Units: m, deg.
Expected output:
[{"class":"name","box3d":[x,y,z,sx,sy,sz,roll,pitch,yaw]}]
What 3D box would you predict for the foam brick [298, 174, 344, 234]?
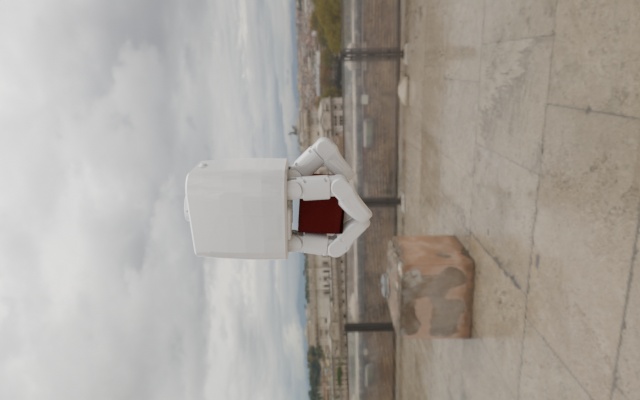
[{"class":"foam brick","box3d":[0.000,0.002,0.567,0.051,0.053,0.078,2,16,-3]}]
